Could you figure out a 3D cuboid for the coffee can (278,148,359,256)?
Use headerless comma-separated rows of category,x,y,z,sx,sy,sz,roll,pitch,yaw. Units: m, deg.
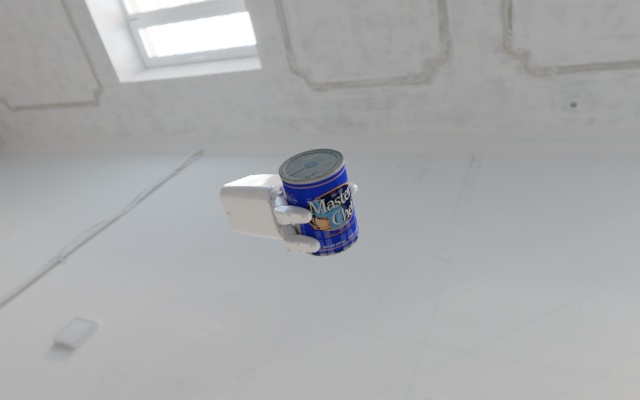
coffee can,0.000,0.002,0.761,0.103,0.140,0.102,-11,30,6
